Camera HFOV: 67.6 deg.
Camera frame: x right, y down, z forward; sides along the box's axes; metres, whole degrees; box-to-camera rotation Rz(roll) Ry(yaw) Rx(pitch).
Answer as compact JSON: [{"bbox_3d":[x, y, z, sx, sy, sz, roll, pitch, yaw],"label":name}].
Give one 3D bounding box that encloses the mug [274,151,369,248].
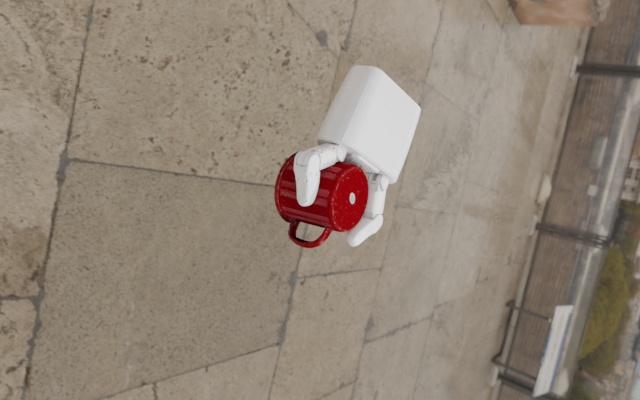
[{"bbox_3d":[0.000,0.003,0.576,0.081,0.117,0.093,14,-17,35],"label":"mug"}]
